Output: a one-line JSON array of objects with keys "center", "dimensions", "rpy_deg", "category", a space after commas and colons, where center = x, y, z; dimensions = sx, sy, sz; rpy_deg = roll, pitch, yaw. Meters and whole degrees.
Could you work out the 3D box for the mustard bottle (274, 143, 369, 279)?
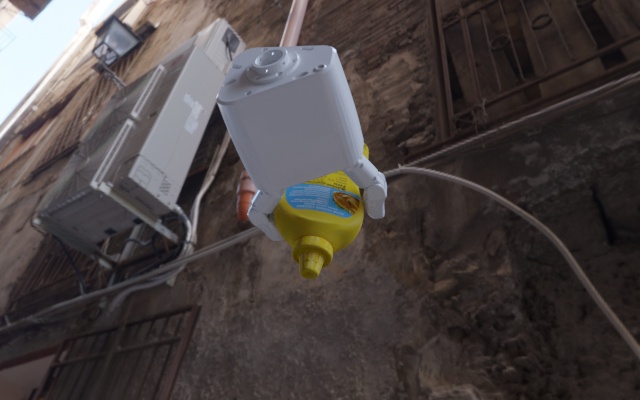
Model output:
[{"center": [0.000, 0.002, 0.526], "dimensions": [0.096, 0.191, 0.058], "rpy_deg": [11, -43, -3], "category": "mustard bottle"}]
